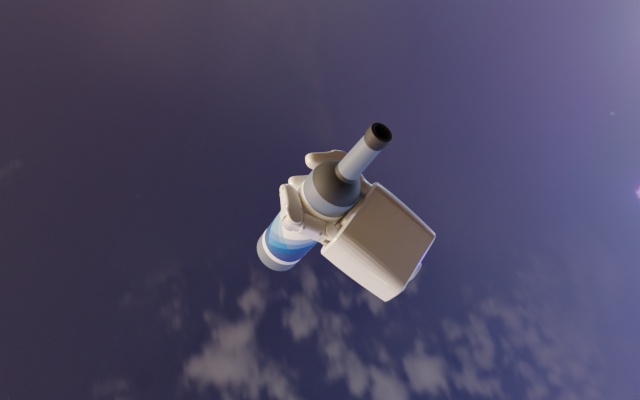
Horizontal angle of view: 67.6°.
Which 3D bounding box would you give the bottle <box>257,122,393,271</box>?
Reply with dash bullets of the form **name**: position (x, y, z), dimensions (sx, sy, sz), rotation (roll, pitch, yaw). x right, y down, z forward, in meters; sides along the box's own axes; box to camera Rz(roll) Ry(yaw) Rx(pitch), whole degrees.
- **bottle**: position (0.000, 0.002, 0.614), dimensions (0.069, 0.069, 0.296), rotation (0, -30, -31)
